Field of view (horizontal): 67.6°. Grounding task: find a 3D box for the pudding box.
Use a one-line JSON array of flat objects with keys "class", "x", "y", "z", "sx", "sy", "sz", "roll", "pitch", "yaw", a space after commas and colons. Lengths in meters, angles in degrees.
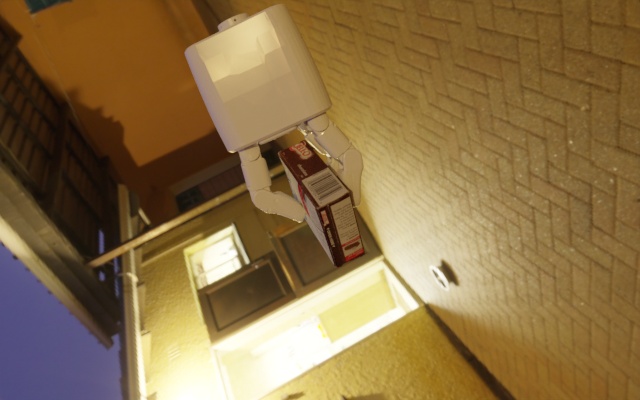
[{"class": "pudding box", "x": 0.000, "y": 0.002, "z": 0.504, "sx": 0.039, "sy": 0.090, "sz": 0.113, "roll": -25, "pitch": 41, "yaw": -8}]
